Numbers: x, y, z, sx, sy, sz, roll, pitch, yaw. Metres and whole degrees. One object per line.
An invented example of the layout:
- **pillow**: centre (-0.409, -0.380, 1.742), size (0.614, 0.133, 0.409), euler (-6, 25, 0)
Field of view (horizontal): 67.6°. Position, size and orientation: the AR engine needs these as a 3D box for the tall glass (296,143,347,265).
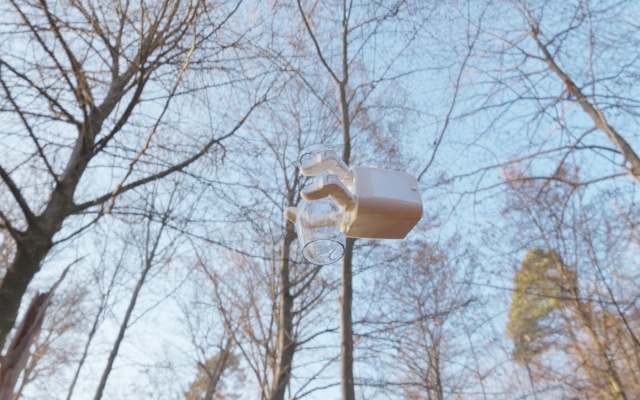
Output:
- **tall glass**: centre (0.000, 0.002, 0.748), size (0.079, 0.200, 0.079), euler (-1, -44, -1)
